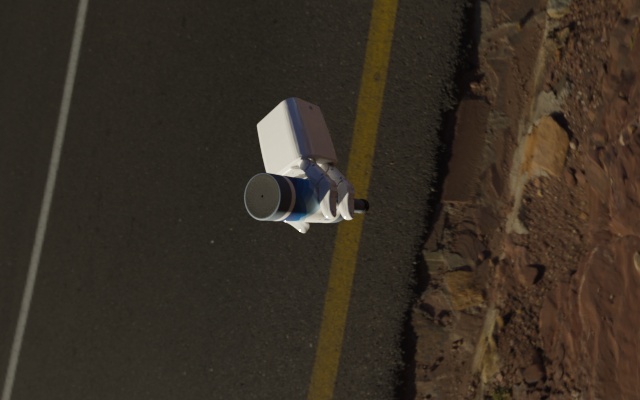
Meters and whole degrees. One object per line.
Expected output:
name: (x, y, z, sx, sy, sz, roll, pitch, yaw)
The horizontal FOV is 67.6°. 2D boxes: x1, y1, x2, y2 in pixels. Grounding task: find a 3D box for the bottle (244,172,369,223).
bottle: (0.000, 0.003, 0.780, 0.069, 0.069, 0.296, 0, -3, 33)
